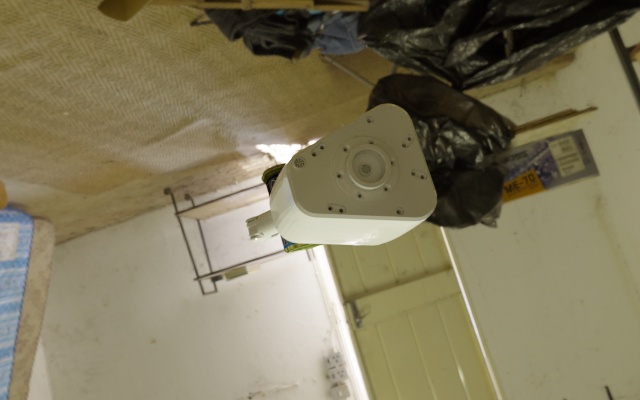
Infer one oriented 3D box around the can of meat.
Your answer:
[{"bbox_3d":[0.000,0.002,0.489,0.102,0.084,0.057,-14,-10,-17],"label":"can of meat"}]
